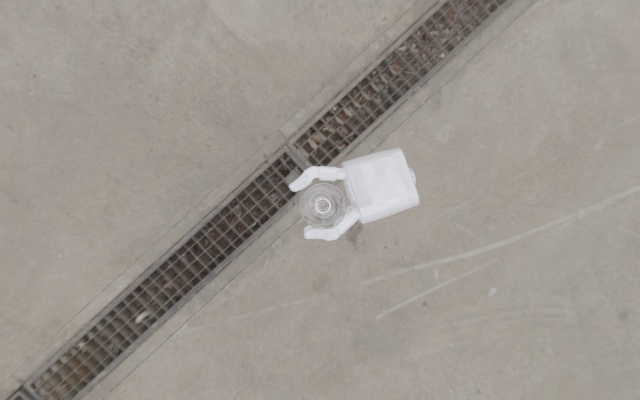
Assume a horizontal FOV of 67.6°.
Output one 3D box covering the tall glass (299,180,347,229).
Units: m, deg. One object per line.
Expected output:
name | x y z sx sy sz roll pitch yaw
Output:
tall glass | 0.000 0.003 0.854 0.079 0.079 0.201 0 4 -3
